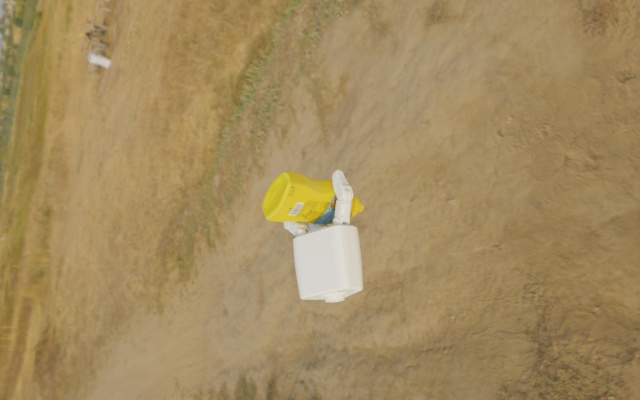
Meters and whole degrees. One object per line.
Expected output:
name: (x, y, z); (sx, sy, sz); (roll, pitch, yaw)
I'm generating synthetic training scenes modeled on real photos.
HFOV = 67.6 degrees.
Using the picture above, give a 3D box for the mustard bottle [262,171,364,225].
mustard bottle: (0.000, 0.002, 0.848); (0.191, 0.058, 0.096); (8, -48, -35)
